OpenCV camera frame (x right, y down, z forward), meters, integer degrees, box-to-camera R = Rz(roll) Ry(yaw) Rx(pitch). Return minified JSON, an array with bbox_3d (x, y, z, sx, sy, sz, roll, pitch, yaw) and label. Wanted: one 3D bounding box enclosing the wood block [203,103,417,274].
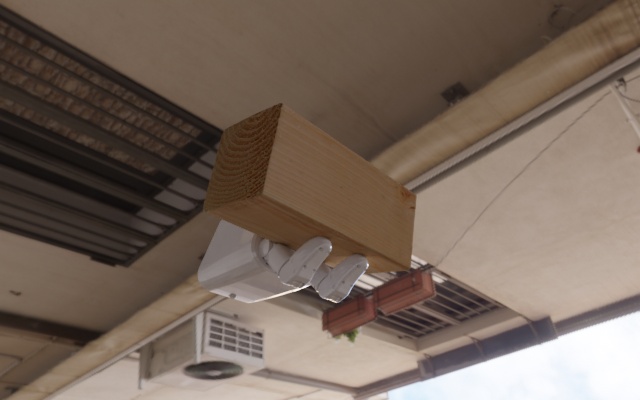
[{"bbox_3d":[0.000,0.001,0.484,0.090,0.090,0.206,-14,-32,42],"label":"wood block"}]
